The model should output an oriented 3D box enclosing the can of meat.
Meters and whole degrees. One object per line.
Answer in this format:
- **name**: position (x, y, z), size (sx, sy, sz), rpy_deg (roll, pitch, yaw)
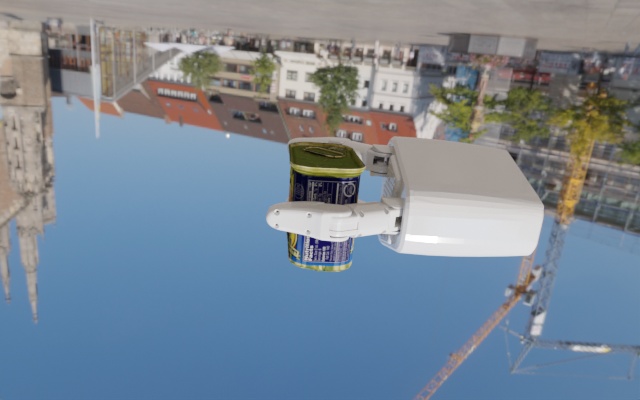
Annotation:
- **can of meat**: position (0.000, 0.002, 0.401), size (0.057, 0.084, 0.102), rpy_deg (2, 17, -6)
